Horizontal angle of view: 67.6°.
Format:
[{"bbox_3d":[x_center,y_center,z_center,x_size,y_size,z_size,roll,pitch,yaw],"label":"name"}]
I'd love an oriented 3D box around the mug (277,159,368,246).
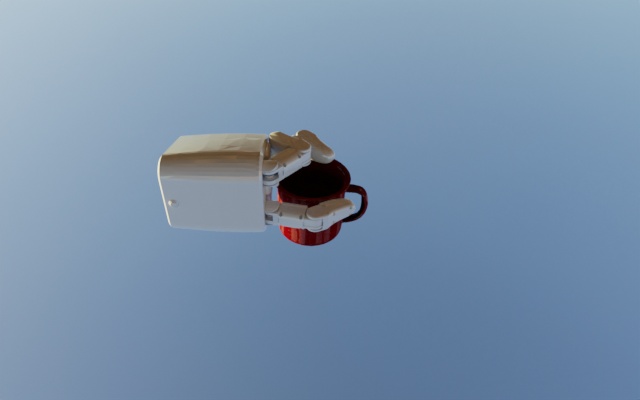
[{"bbox_3d":[0.002,0.002,0.592,0.117,0.082,0.093,2,39,-2],"label":"mug"}]
